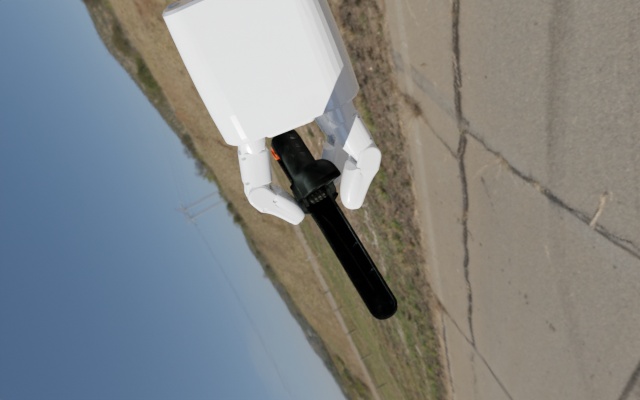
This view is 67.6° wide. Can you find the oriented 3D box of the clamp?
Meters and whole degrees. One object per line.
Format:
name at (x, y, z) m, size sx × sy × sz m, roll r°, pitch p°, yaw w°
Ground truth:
clamp at (-0.001, 0.001, 0.428) m, size 0.036 × 0.165 × 0.210 m, roll -29°, pitch 31°, yaw -5°
